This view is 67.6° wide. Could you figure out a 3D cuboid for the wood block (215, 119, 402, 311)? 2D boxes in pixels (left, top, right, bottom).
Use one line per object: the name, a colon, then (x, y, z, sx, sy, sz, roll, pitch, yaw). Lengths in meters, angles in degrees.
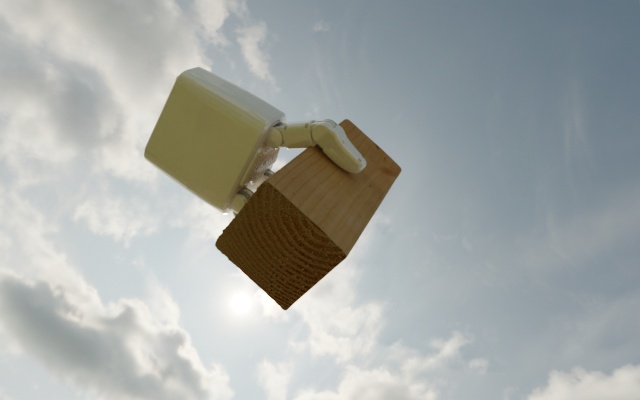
wood block: (0.000, 0.001, 0.480, 0.091, 0.090, 0.206, -47, 0, 32)
